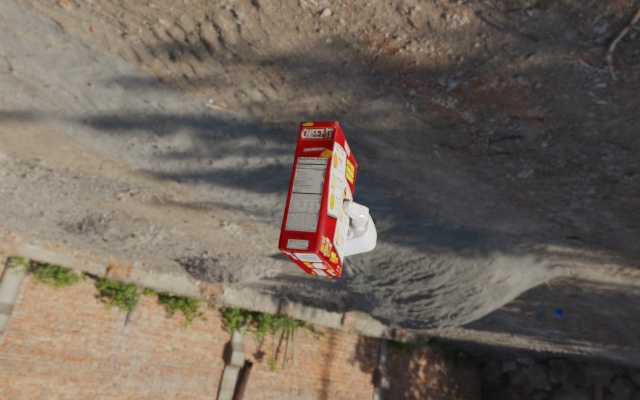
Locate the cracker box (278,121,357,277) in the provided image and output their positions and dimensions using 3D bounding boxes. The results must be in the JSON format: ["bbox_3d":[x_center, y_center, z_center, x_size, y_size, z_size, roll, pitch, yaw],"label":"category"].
[{"bbox_3d":[0.000,0.003,0.783,0.072,0.213,0.164,3,-20,16],"label":"cracker box"}]
